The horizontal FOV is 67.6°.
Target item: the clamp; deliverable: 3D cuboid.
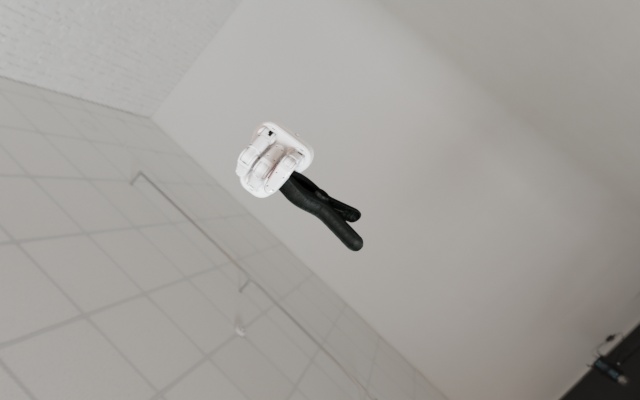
[{"bbox_3d":[0.000,0.003,0.731,0.171,0.039,0.120,41,13,-3],"label":"clamp"}]
